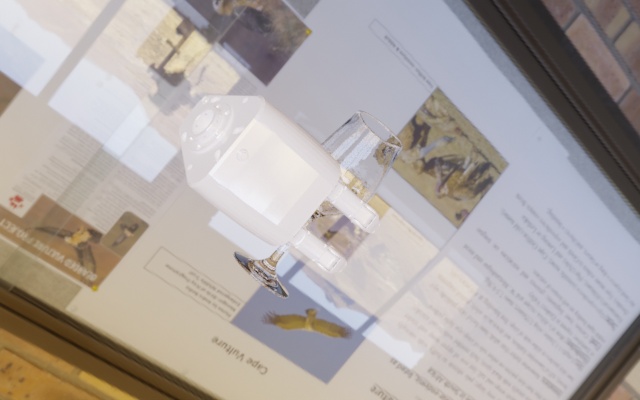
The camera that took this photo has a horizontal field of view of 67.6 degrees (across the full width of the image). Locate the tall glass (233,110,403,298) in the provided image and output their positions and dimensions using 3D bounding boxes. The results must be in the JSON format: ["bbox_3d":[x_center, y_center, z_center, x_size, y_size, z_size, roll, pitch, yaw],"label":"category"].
[{"bbox_3d":[0.000,0.002,0.504,0.079,0.201,0.079,40,0,0],"label":"tall glass"}]
